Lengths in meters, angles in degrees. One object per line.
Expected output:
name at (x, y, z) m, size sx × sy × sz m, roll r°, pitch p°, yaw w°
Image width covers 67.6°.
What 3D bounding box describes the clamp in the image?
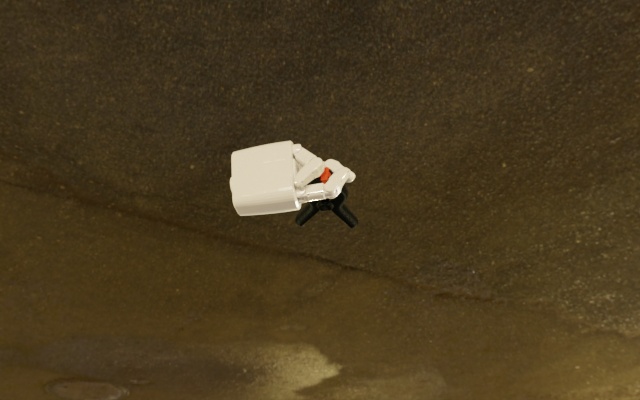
clamp at (0.000, 0.003, 0.869) m, size 0.120 × 0.039 × 0.172 m, roll -8°, pitch -38°, yaw 7°
